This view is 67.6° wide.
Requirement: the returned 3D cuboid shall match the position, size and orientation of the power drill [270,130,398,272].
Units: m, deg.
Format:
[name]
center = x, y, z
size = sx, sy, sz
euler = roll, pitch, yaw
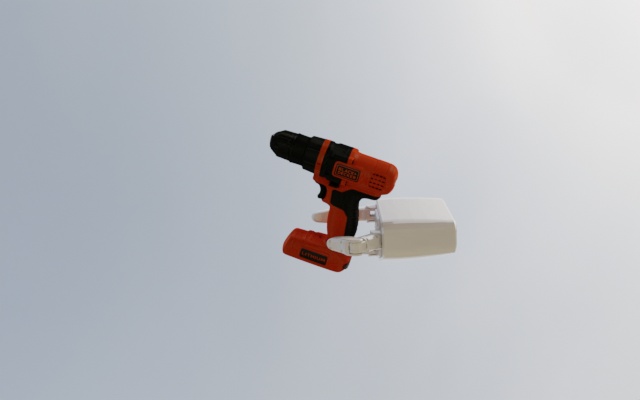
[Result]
[power drill]
center = 0.000, 0.003, 0.692
size = 0.184, 0.188, 0.057
euler = 20, 30, 7
